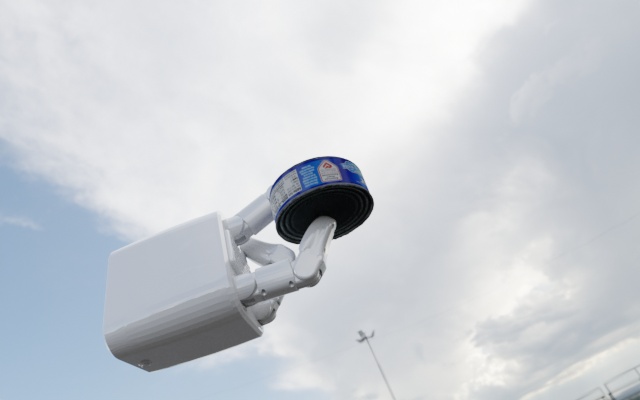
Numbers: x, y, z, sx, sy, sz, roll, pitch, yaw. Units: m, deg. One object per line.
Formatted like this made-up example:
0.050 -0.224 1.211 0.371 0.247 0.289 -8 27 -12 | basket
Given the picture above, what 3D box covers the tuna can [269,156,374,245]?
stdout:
0.000 0.001 0.409 0.086 0.033 0.086 -13 -34 -9 | tuna can
